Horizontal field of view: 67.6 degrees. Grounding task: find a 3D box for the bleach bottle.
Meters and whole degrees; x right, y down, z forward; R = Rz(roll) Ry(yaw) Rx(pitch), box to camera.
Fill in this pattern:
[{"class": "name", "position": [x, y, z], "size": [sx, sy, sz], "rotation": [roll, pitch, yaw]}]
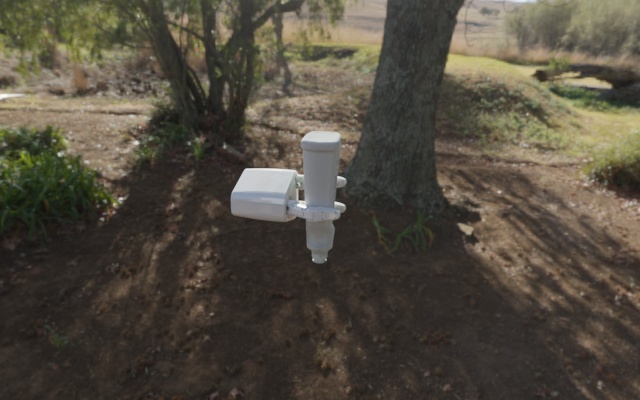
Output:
[{"class": "bleach bottle", "position": [0.000, 0.003, 0.893], "size": [0.068, 0.251, 0.102], "rotation": [4, 20, 8]}]
